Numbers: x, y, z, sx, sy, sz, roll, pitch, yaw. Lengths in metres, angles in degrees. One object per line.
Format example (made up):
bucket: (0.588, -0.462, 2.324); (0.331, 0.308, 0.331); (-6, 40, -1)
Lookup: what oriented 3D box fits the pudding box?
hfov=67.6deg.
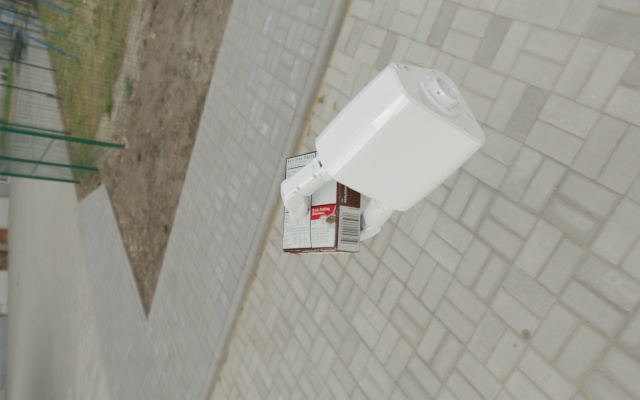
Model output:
pudding box: (0.000, 0.002, 0.525); (0.039, 0.113, 0.090); (12, -13, -41)
